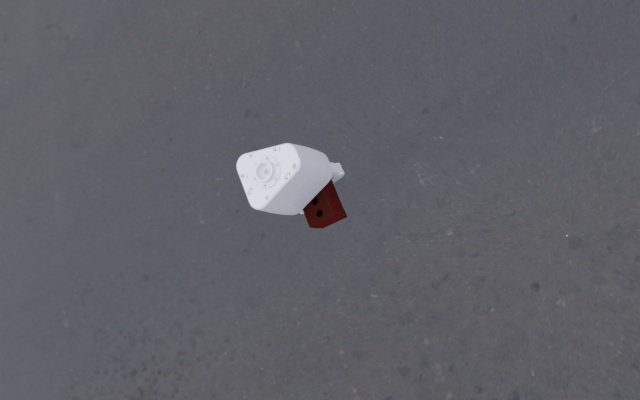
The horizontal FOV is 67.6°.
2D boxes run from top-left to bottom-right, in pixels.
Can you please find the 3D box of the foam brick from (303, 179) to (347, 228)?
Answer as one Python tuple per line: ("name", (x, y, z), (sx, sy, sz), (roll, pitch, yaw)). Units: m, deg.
("foam brick", (0.000, 0.003, 0.808), (0.053, 0.078, 0.051), (-28, -16, 21))
